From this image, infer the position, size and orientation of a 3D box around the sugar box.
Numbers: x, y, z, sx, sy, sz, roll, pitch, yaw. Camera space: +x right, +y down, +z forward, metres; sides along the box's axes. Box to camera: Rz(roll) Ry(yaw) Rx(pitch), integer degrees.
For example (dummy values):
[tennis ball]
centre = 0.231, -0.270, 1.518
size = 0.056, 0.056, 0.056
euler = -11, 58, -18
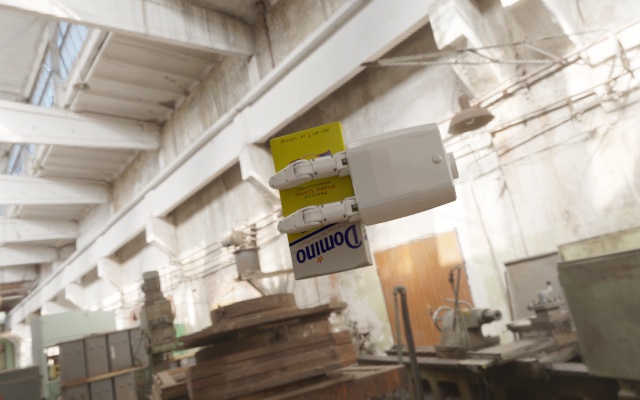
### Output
[sugar box]
centre = 0.000, 0.002, 0.582
size = 0.093, 0.176, 0.048
euler = -14, -13, 12
